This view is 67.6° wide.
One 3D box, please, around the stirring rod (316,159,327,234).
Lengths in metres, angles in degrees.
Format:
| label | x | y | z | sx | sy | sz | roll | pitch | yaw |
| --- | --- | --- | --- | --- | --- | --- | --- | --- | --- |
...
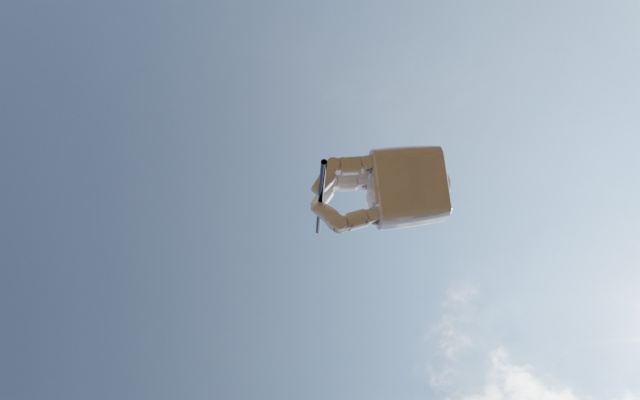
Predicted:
| label | x | y | z | sx | sy | sz | roll | pitch | yaw |
| --- | --- | --- | --- | --- | --- | --- | --- | --- | --- |
| stirring rod | 0.000 | 0.002 | 0.693 | 0.011 | 0.011 | 0.240 | 0 | -24 | -2 |
